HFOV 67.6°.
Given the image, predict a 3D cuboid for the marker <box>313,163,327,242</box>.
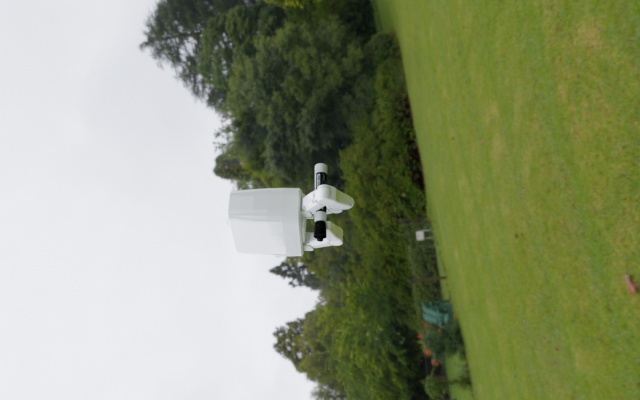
[{"bbox_3d":[0.000,0.002,0.692,0.020,0.121,0.020,1,-26,0],"label":"marker"}]
